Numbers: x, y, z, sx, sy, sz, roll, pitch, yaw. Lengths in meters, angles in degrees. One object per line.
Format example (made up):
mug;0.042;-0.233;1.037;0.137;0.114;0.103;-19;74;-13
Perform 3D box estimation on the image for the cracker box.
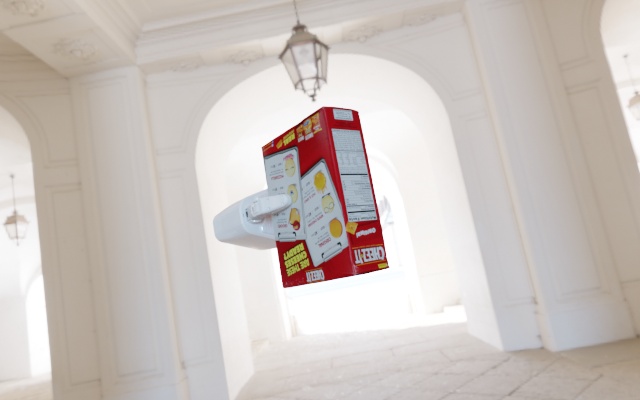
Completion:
cracker box;0.000;0.002;0.652;0.072;0.213;0.164;-4;-11;-37
